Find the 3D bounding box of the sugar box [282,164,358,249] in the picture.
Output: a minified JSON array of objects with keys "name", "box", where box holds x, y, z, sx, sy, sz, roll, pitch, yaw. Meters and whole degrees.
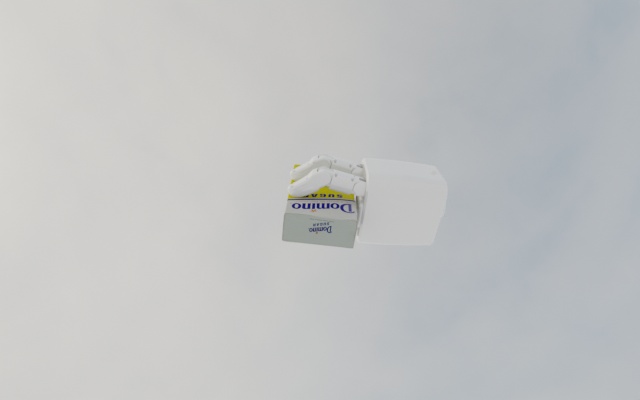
[{"name":"sugar box","box":[0.000,0.002,0.664,0.093,0.048,0.176,6,22,-3]}]
